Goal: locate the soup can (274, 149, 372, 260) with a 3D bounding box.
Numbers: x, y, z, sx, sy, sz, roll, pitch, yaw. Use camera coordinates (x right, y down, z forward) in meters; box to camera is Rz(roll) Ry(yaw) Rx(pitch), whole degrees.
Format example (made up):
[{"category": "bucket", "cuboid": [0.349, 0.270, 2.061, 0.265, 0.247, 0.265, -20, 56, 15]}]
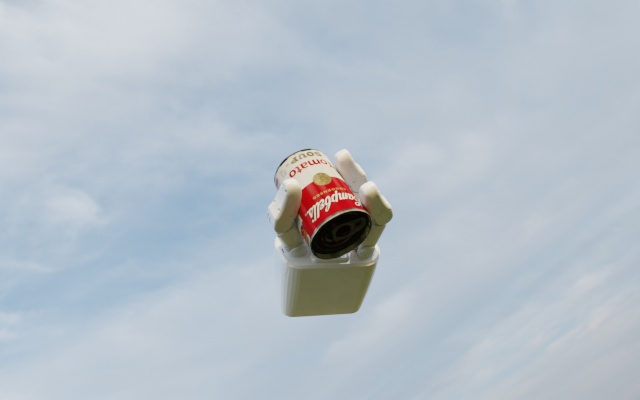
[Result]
[{"category": "soup can", "cuboid": [0.000, 0.001, 0.500, 0.068, 0.068, 0.102, 0, 41, -34]}]
